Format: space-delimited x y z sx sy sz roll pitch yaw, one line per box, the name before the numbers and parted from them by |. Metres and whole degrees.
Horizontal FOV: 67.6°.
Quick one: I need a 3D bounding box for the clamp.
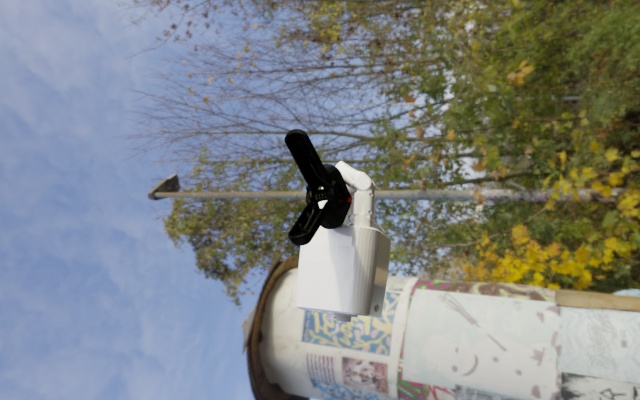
clamp | 0.000 0.002 0.552 0.039 0.120 0.171 1 -14 23
